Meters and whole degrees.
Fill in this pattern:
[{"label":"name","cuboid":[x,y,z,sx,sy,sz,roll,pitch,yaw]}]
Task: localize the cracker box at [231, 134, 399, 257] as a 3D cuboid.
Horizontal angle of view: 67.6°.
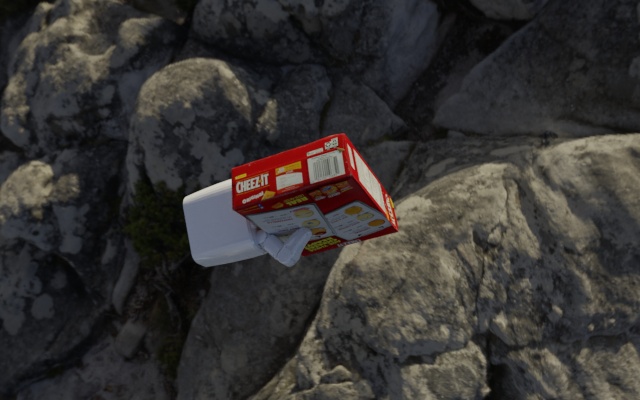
[{"label":"cracker box","cuboid":[0.000,0.002,0.675,0.164,0.072,0.214,-16,-27,18]}]
